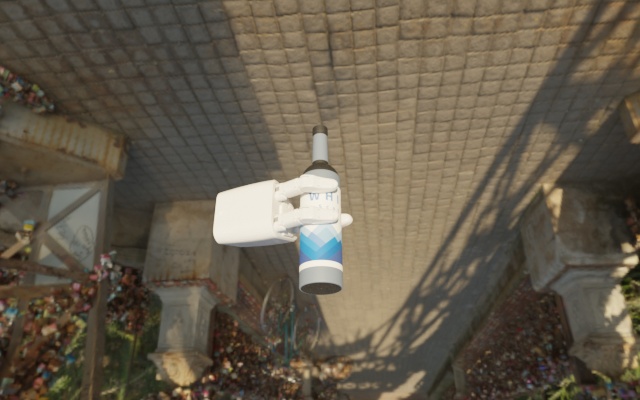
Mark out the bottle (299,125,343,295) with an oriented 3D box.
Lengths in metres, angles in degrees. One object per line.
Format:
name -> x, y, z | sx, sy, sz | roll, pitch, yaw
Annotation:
bottle -> 0.000, 0.003, 0.785 | 0.069, 0.295, 0.069 | 0, -28, 0
